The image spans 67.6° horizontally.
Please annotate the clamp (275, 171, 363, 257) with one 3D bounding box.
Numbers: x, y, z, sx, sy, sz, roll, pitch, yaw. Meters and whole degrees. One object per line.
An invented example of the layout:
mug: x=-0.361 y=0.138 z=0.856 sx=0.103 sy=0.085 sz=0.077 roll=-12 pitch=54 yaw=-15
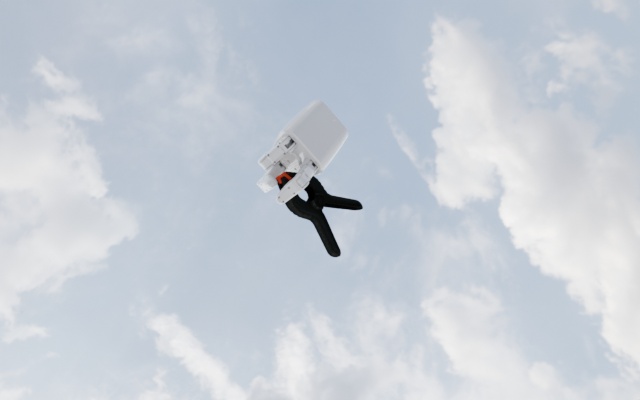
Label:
clamp: x=0.000 y=0.003 z=0.831 sx=0.039 sy=0.171 sz=0.120 roll=-27 pitch=21 yaw=47
